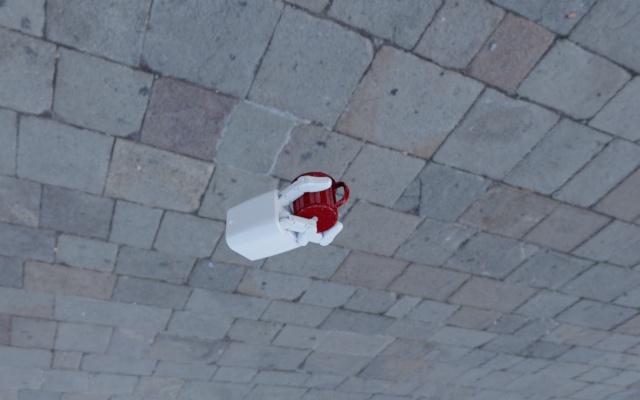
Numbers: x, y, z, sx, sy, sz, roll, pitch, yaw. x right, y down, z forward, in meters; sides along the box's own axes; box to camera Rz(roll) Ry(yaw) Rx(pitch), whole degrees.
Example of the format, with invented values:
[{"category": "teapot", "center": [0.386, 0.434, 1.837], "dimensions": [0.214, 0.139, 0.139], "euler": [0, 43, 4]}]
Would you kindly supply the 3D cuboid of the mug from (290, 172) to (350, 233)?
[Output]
[{"category": "mug", "center": [0.002, 0.003, 0.889], "dimensions": [0.117, 0.081, 0.093], "euler": [-21, -45, 14]}]
